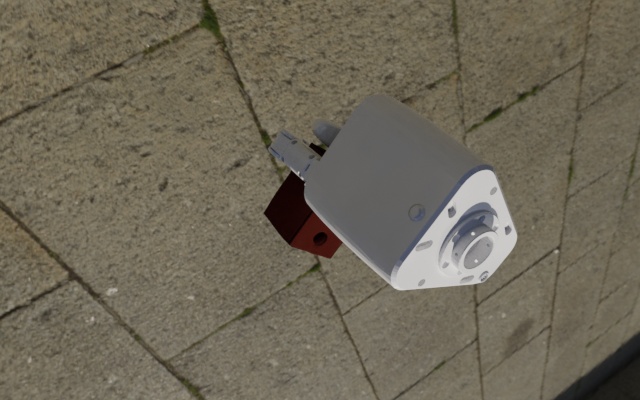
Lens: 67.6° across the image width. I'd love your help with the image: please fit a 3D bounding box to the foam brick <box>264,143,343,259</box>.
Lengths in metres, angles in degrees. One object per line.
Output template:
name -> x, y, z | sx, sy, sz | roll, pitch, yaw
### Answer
foam brick -> 0.000, 0.002, 0.406 | 0.053, 0.078, 0.051 | 24, 16, -44
